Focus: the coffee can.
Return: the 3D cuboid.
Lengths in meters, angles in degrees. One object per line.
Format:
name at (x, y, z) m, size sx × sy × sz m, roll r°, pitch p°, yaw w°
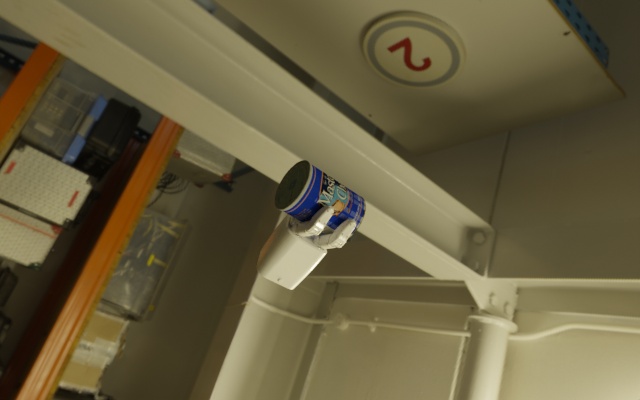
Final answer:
coffee can at (0.000, 0.003, 0.897) m, size 0.140 × 0.102 × 0.103 m, roll 32°, pitch -16°, yaw -28°
